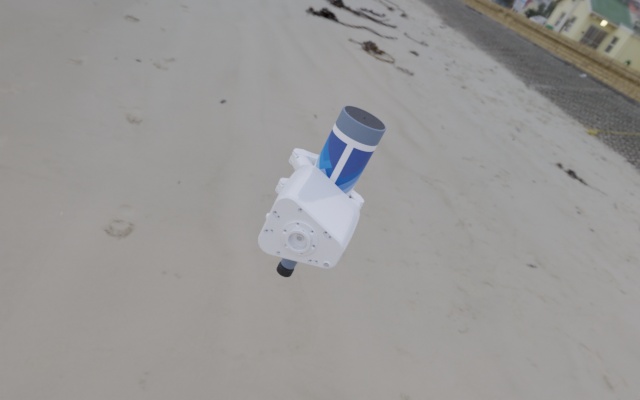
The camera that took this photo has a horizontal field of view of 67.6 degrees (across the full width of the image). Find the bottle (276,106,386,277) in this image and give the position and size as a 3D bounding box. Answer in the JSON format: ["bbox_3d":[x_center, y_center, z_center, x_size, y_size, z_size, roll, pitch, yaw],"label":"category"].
[{"bbox_3d":[0.000,0.002,0.721,0.069,0.296,0.069,21,28,-12],"label":"bottle"}]
